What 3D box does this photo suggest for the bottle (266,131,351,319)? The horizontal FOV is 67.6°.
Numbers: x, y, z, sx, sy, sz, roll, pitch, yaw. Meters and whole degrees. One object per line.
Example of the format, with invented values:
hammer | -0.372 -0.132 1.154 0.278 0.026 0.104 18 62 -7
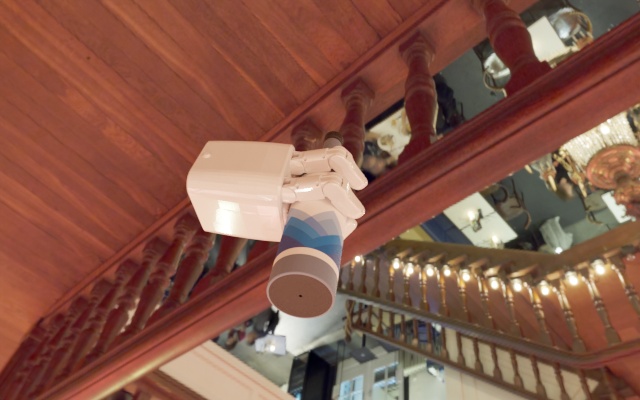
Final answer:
bottle | 0.000 0.002 0.569 0.069 0.069 0.295 0 38 10
